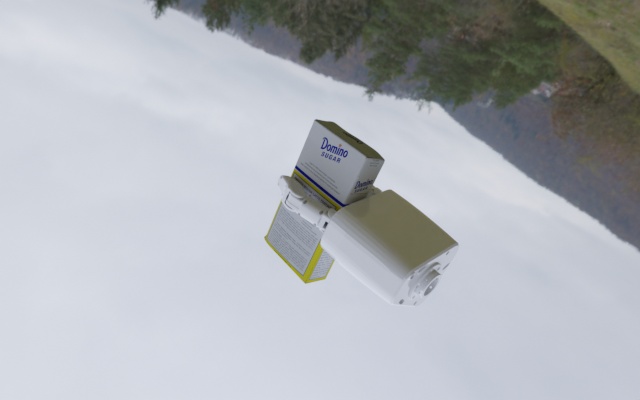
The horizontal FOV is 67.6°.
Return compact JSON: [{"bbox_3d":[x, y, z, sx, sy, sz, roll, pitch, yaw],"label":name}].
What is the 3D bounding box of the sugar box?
[{"bbox_3d":[0.001,0.002,0.578,0.048,0.176,0.093,0,34,-50],"label":"sugar box"}]
